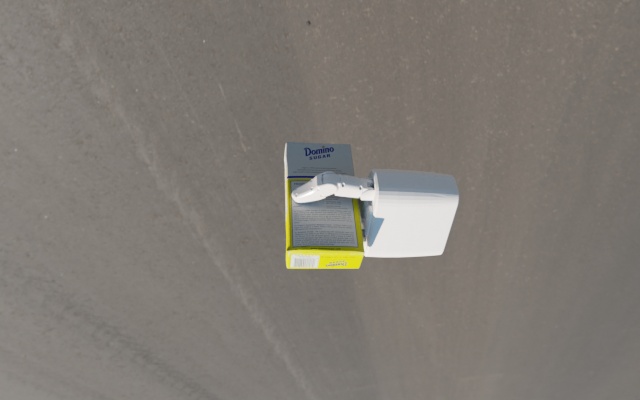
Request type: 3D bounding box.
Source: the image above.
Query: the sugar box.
[{"bbox_3d":[0.000,0.002,0.621,0.093,0.176,0.048,2,-39,-7],"label":"sugar box"}]
